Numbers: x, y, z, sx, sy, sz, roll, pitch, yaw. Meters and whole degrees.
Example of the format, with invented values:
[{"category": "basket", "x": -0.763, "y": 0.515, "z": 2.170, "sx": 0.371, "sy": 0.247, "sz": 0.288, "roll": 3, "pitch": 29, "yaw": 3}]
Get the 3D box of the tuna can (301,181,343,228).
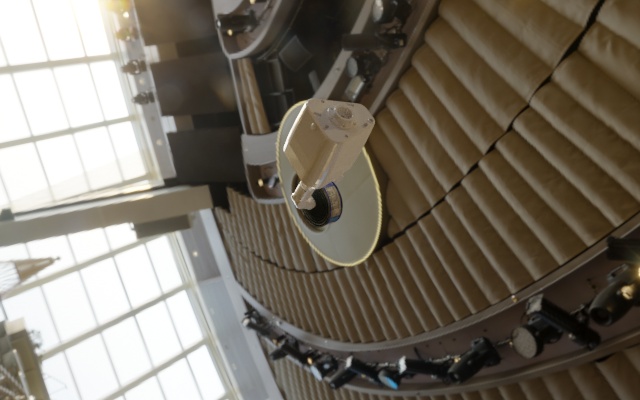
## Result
[{"category": "tuna can", "x": 0.001, "y": 0.003, "z": 0.845, "sx": 0.033, "sy": 0.086, "sz": 0.086, "roll": -17, "pitch": 10, "yaw": -37}]
